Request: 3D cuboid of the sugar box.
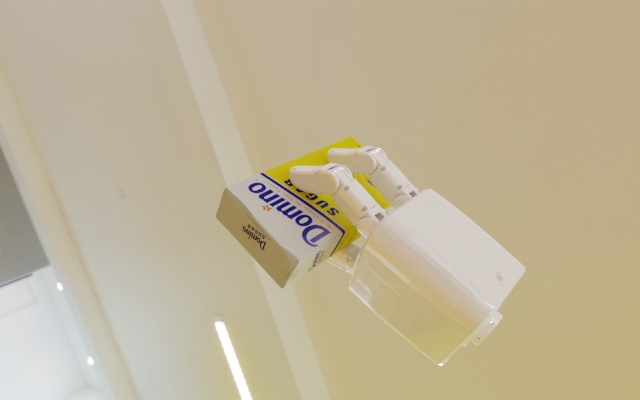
[{"bbox_3d":[0.000,0.001,0.454,0.093,0.048,0.176,43,41,18],"label":"sugar box"}]
